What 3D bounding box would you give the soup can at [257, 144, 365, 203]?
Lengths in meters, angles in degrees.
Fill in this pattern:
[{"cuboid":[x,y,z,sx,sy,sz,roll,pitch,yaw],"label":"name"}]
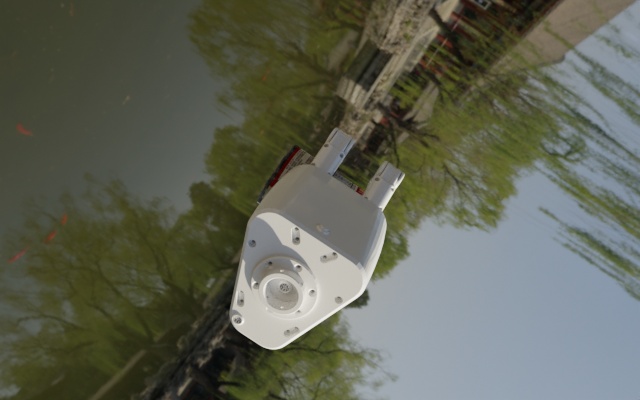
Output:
[{"cuboid":[0.000,0.002,0.463,0.102,0.068,0.068,33,0,0],"label":"soup can"}]
